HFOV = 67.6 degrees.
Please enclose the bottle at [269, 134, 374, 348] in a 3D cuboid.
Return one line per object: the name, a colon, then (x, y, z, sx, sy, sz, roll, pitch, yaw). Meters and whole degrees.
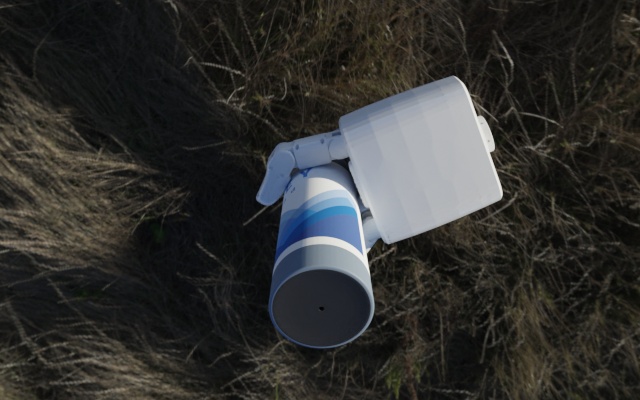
bottle: (0.000, 0.002, 0.429, 0.069, 0.069, 0.295, 0, 27, 0)
